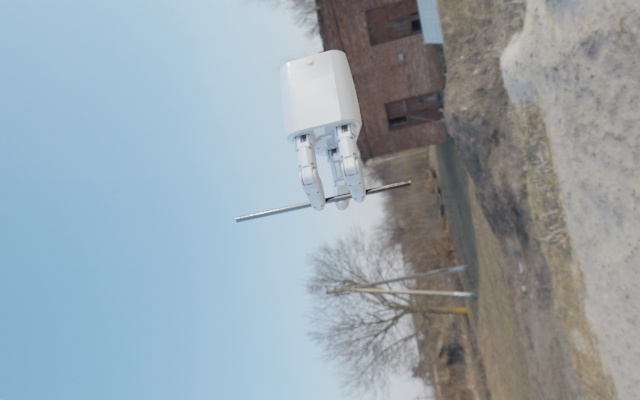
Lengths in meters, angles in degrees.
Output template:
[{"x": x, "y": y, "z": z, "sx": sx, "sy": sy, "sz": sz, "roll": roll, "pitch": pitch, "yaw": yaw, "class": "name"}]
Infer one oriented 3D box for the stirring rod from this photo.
[{"x": 0.000, "y": 0.002, "z": 0.634, "sx": 0.239, "sy": 0.011, "sz": 0.011, "roll": -12, "pitch": -2, "yaw": 11, "class": "stirring rod"}]
